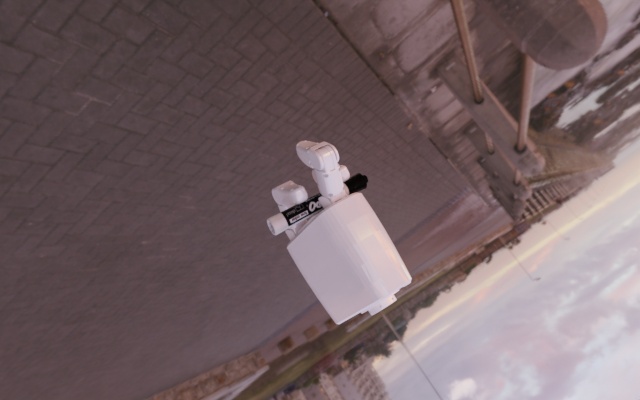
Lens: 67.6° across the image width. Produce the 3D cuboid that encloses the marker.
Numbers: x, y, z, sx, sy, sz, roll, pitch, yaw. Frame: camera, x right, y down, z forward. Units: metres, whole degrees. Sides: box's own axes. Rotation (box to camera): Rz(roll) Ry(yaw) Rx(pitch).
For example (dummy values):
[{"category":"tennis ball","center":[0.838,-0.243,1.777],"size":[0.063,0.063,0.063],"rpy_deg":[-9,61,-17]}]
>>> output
[{"category":"marker","center":[0.000,0.002,0.505],"size":[0.121,0.020,0.020],"rpy_deg":[-27,10,-21]}]
